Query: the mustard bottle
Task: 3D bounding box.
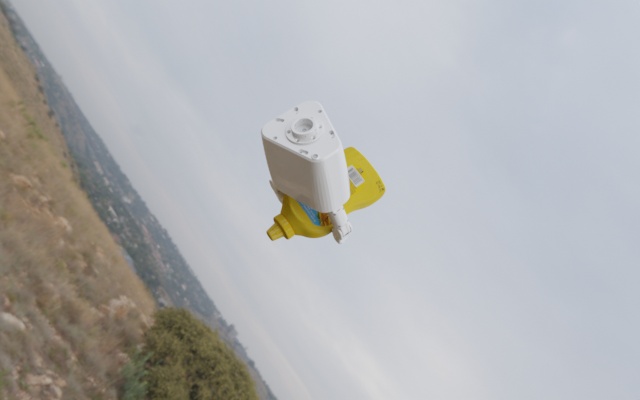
[{"bbox_3d":[0.000,0.002,0.737,0.191,0.096,0.058,-34,-10,-16],"label":"mustard bottle"}]
